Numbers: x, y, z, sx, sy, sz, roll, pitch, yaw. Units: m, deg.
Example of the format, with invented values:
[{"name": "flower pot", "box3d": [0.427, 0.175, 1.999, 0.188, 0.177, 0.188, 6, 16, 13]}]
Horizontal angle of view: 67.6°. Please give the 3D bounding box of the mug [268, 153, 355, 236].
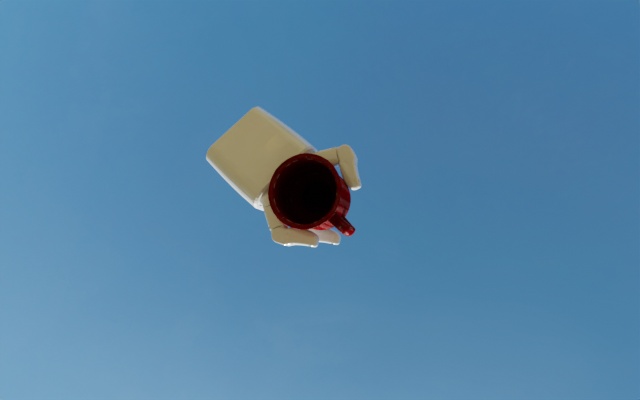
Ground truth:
[{"name": "mug", "box3d": [0.001, 0.003, 0.605, 0.117, 0.093, 0.081, 41, 4, 18]}]
